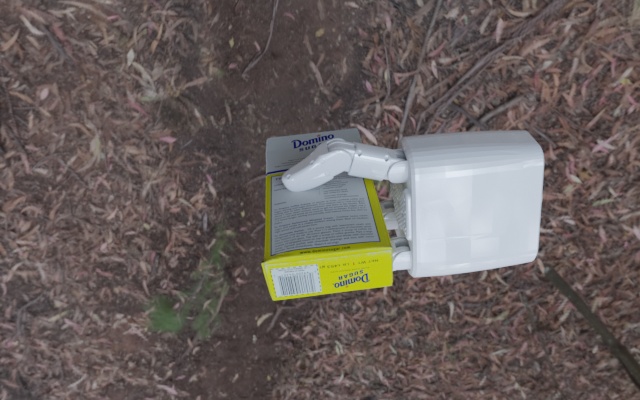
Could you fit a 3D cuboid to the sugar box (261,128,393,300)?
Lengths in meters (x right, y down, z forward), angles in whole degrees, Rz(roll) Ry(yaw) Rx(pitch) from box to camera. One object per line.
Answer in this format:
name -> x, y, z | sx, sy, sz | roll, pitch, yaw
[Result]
sugar box -> 0.000, 0.002, 0.409 | 0.093, 0.048, 0.176 | -6, 35, 0
